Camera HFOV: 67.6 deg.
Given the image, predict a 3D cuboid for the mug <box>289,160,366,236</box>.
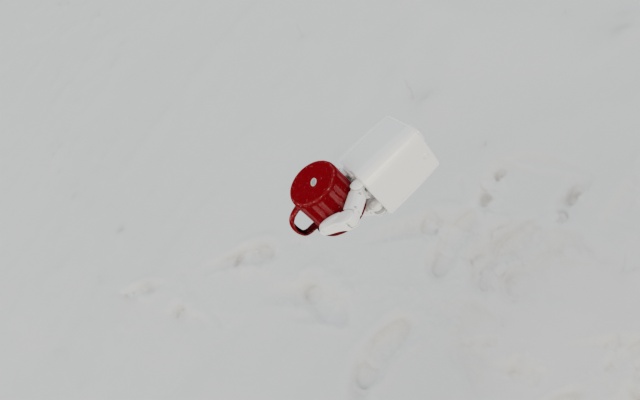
[{"bbox_3d":[-0.001,0.003,0.712,0.081,0.117,0.093,43,4,-42],"label":"mug"}]
